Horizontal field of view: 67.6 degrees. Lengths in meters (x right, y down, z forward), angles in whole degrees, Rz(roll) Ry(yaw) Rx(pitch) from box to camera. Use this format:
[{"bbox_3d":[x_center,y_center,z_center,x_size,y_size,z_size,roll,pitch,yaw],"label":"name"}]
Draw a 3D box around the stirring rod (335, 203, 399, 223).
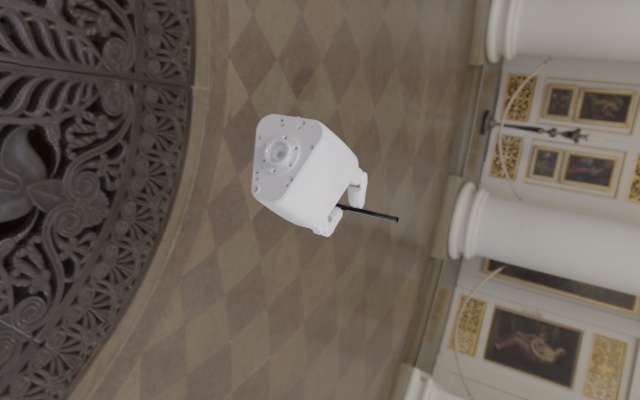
[{"bbox_3d":[0.000,0.002,0.702,0.239,0.011,0.011,13,6,27],"label":"stirring rod"}]
